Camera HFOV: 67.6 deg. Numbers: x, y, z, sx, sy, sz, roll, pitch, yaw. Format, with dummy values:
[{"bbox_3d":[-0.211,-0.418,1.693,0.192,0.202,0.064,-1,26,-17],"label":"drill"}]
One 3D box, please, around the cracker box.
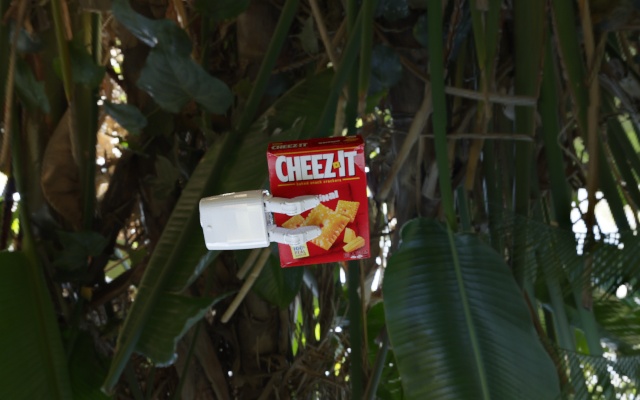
[{"bbox_3d":[0.000,0.003,0.835,0.164,0.214,0.072,-5,20,0],"label":"cracker box"}]
